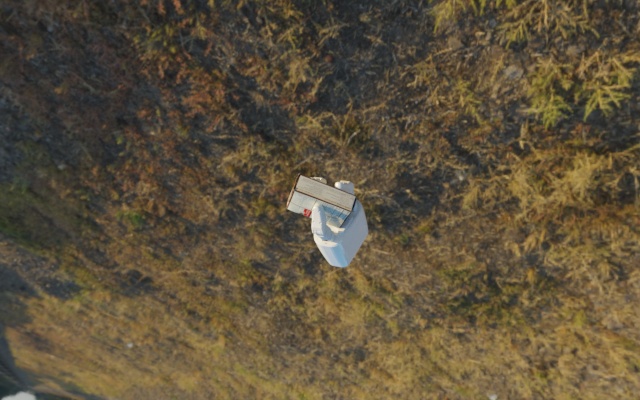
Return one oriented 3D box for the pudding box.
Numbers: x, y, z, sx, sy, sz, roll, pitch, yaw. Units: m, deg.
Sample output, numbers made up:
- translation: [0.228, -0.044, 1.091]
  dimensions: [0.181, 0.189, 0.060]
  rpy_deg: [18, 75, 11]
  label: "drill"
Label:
- translation: [0.000, 0.003, 0.867]
  dimensions: [0.113, 0.039, 0.090]
  rpy_deg: [19, -26, -5]
  label: "pudding box"
